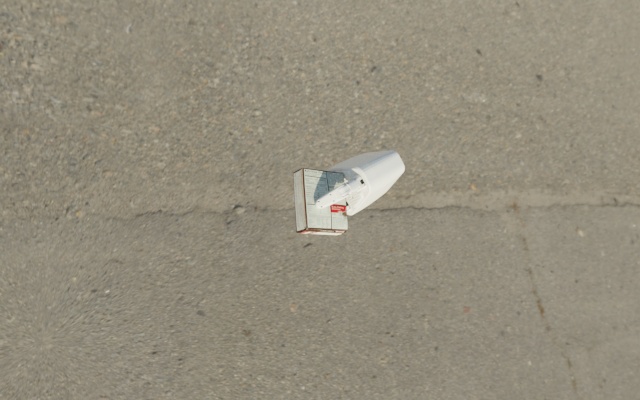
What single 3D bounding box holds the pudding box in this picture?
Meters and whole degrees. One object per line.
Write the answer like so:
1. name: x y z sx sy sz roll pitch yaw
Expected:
1. pudding box: 0.000 0.003 0.844 0.090 0.113 0.039 5 -18 -32
